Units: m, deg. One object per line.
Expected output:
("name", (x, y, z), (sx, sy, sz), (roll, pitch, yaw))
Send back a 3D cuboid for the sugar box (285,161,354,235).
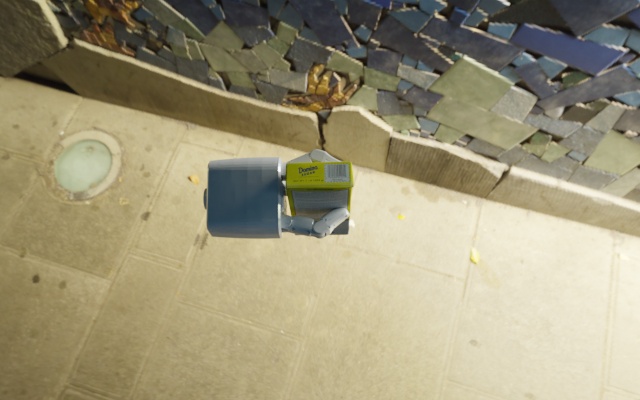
("sugar box", (0.000, 0.002, 0.723), (0.093, 0.048, 0.176), (-1, -23, 0))
